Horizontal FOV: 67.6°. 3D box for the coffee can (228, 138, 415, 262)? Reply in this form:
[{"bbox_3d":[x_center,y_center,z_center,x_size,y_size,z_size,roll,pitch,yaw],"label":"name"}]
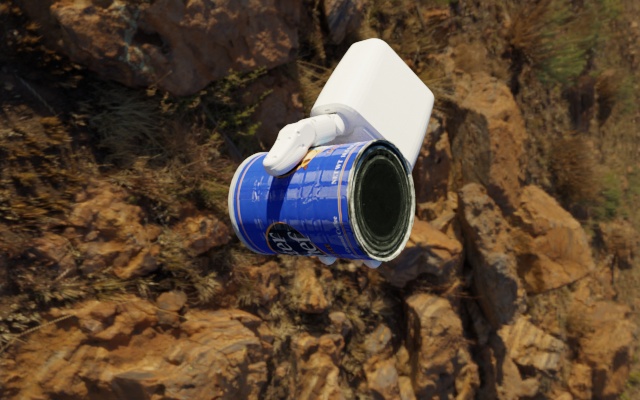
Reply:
[{"bbox_3d":[0.000,0.002,0.438,0.140,0.103,0.103,-2,-1,39],"label":"coffee can"}]
